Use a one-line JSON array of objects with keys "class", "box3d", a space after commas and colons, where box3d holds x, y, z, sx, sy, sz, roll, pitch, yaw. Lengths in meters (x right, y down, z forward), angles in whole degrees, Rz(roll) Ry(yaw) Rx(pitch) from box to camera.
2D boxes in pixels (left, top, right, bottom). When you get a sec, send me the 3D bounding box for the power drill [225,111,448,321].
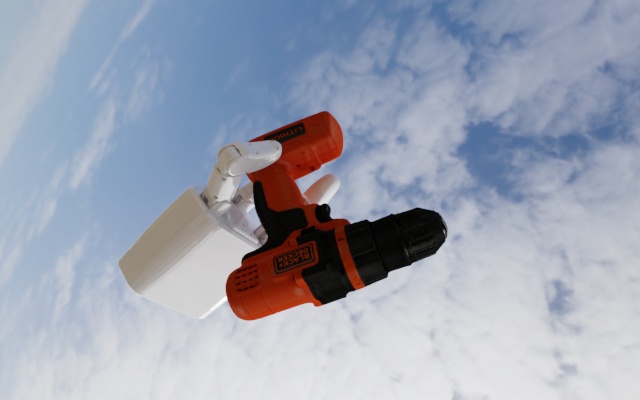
[{"class": "power drill", "box3d": [0.000, 0.001, 0.428, 0.184, 0.187, 0.057, -20, -45, 7]}]
